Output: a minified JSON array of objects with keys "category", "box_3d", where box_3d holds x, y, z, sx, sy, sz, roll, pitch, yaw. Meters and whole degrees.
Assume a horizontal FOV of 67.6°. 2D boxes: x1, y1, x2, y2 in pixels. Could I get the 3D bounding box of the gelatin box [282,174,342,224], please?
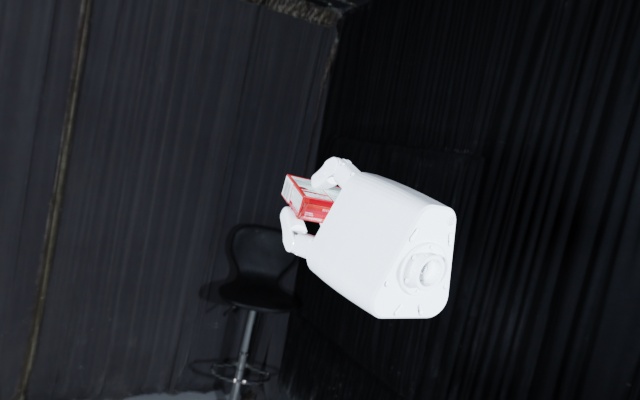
[{"category":"gelatin box","box_3d":[0.000,0.001,0.559,0.073,0.030,0.089,12,15,-21]}]
